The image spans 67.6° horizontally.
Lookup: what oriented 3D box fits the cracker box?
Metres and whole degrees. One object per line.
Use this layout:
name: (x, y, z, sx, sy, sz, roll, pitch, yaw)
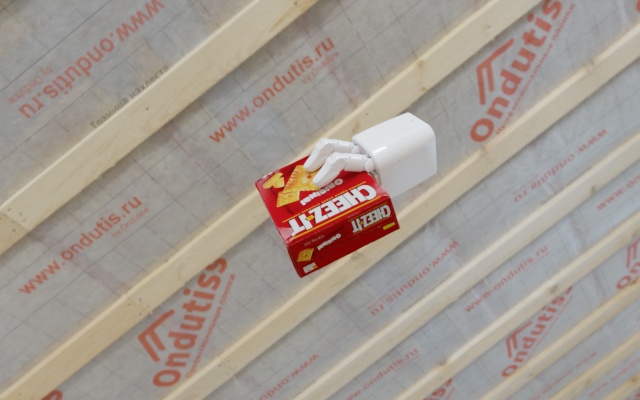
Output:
cracker box: (0.000, 0.003, 0.751, 0.164, 0.072, 0.213, -26, 33, -6)
